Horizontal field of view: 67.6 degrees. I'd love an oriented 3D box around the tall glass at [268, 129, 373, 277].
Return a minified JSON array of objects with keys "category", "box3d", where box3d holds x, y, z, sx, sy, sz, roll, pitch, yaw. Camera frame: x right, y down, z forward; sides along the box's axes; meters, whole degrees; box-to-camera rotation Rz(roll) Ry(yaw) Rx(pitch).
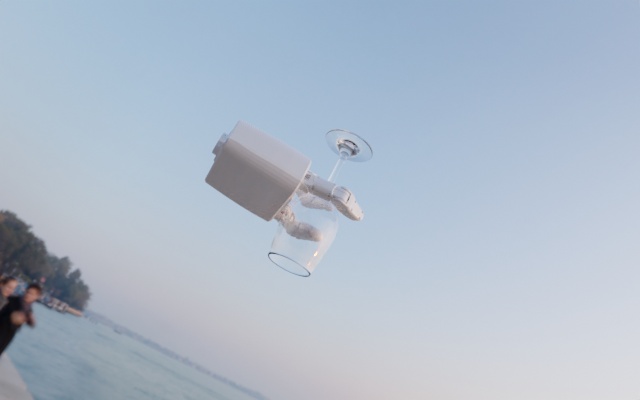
[{"category":"tall glass","box3d":[0.001,0.002,0.655,0.079,0.201,0.079,22,-23,10]}]
